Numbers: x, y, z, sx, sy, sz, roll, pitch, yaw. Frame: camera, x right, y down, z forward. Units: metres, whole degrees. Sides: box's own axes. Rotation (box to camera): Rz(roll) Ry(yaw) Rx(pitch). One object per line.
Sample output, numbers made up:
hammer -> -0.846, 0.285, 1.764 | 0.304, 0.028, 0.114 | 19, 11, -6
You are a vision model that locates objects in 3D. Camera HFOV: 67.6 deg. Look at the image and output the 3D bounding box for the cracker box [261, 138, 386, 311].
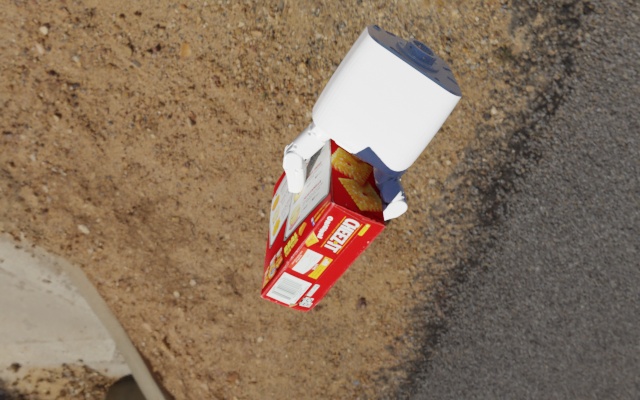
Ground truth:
cracker box -> 0.000, 0.002, 0.585 | 0.072, 0.164, 0.213 | 24, 35, -18
